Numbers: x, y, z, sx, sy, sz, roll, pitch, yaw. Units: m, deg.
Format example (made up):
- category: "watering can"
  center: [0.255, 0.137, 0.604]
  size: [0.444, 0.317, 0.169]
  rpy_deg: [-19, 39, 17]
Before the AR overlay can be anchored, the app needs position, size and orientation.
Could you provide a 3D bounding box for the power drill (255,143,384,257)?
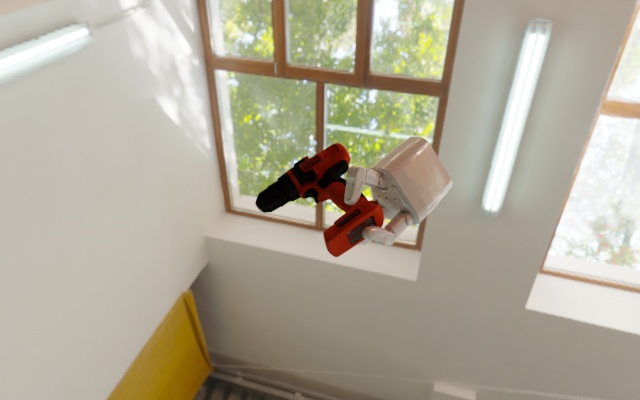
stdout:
- category: "power drill"
  center: [0.001, 0.003, 0.784]
  size: [0.184, 0.187, 0.057]
  rpy_deg: [-34, -39, -4]
